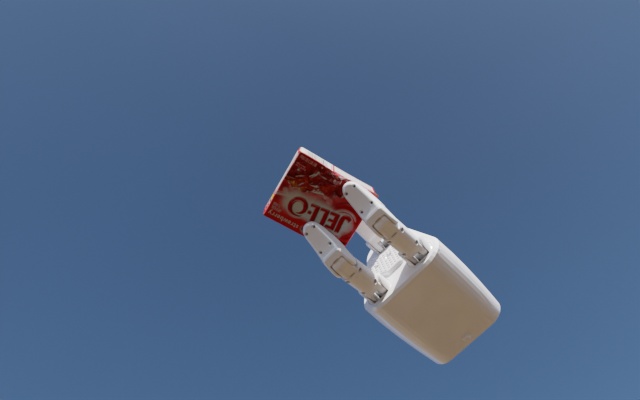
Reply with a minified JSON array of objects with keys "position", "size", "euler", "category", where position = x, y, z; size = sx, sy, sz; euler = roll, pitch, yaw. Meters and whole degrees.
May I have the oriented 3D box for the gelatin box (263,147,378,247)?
[{"position":[0.000,0.001,0.472],"size":[0.089,0.073,0.030],"euler":[29,13,-9],"category":"gelatin box"}]
